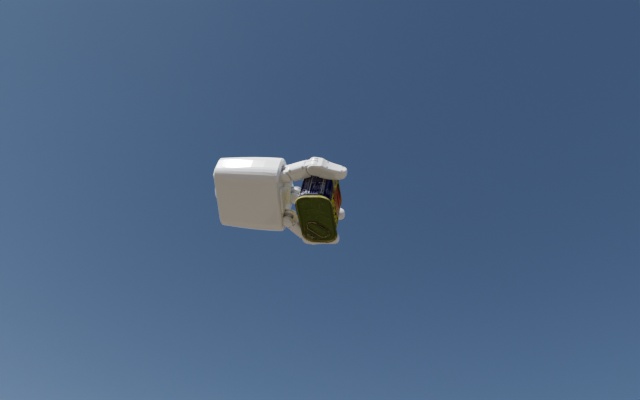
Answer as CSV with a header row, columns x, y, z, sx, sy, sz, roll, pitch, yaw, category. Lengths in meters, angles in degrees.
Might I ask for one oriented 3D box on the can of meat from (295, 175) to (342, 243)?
x,y,z,sx,sy,sz,roll,pitch,yaw,category
0.000,0.002,0.757,0.057,0.102,0.084,0,44,12,can of meat
